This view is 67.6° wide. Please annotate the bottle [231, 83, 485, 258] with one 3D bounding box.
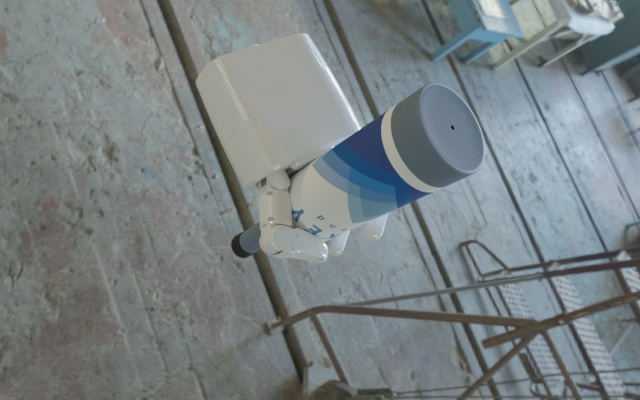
[{"bbox_3d":[0.000,0.001,0.419,0.069,0.069,0.296,0,-20,-39],"label":"bottle"}]
